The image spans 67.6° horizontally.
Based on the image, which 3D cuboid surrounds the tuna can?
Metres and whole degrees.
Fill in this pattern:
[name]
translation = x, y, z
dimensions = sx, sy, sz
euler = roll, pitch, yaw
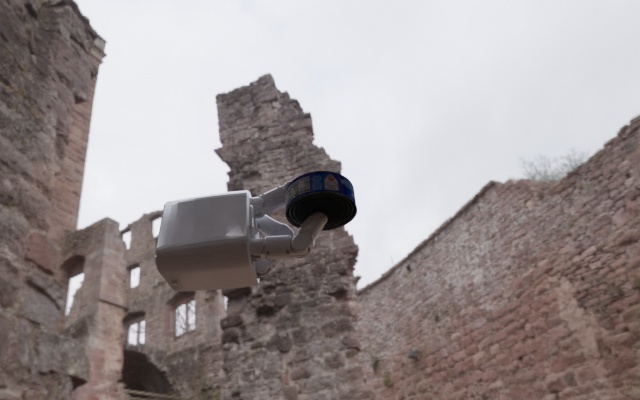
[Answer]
[tuna can]
translation = 0.000, 0.001, 0.576
dimensions = 0.086, 0.033, 0.086
euler = -3, -33, -2
